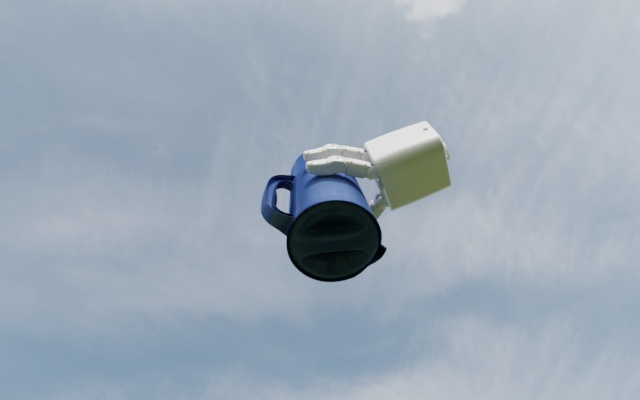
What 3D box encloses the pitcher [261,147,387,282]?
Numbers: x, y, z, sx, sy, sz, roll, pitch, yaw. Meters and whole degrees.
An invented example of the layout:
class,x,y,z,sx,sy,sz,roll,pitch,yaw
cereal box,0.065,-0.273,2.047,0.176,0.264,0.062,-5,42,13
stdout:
class,x,y,z,sx,sy,sz,roll,pitch,yaw
pitcher,0.000,0.002,0.753,0.145,0.149,0.242,-23,27,6
